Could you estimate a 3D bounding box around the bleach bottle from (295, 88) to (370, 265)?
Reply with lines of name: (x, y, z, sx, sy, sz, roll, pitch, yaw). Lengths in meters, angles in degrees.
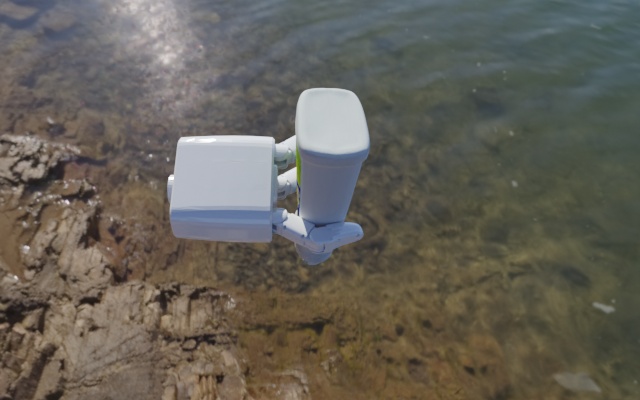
bleach bottle: (0.000, 0.002, 0.543, 0.068, 0.102, 0.251, 0, -40, -6)
